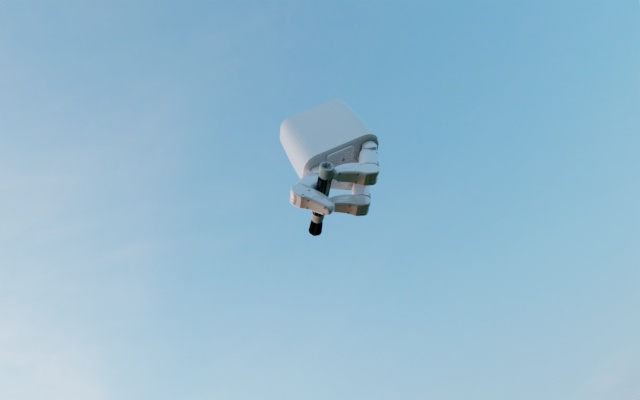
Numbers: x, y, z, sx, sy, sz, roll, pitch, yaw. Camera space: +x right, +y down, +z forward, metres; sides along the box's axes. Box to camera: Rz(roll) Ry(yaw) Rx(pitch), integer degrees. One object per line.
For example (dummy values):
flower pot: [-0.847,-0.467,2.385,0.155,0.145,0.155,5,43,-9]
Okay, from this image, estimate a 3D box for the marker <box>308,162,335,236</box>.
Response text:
marker: [0.000,0.002,0.629,0.020,0.121,0.020,6,41,-5]
